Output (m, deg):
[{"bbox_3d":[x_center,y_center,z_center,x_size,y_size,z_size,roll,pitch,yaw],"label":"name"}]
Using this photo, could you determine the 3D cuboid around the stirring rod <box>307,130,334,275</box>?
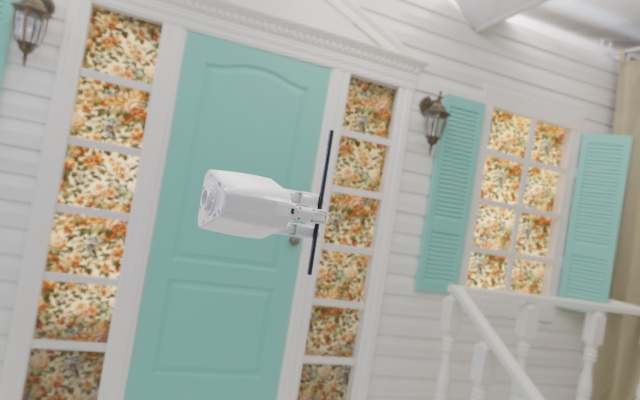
[{"bbox_3d":[0.000,0.003,0.787,0.011,0.239,0.011,9,-3,0],"label":"stirring rod"}]
